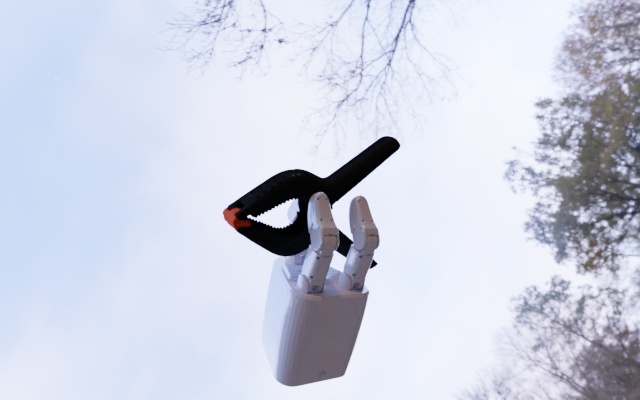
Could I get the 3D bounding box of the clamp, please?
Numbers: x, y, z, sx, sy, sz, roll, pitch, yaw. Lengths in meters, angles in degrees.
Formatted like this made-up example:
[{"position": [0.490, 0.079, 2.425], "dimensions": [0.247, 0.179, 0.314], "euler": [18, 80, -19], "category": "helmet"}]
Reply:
[{"position": [-0.001, 0.002, 0.514], "dimensions": [0.210, 0.164, 0.036], "euler": [3, 16, -37], "category": "clamp"}]
